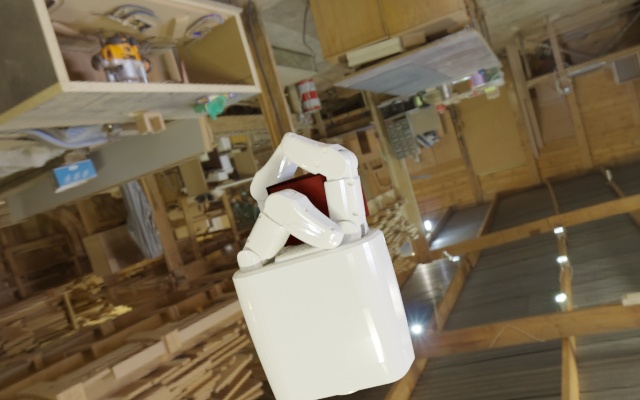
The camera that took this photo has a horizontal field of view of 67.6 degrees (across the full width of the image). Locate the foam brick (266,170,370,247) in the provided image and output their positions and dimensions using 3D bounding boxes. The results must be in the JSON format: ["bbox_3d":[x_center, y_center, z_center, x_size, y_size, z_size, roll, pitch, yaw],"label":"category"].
[{"bbox_3d":[0.000,0.001,0.403,0.053,0.051,0.078,-16,3,27],"label":"foam brick"}]
